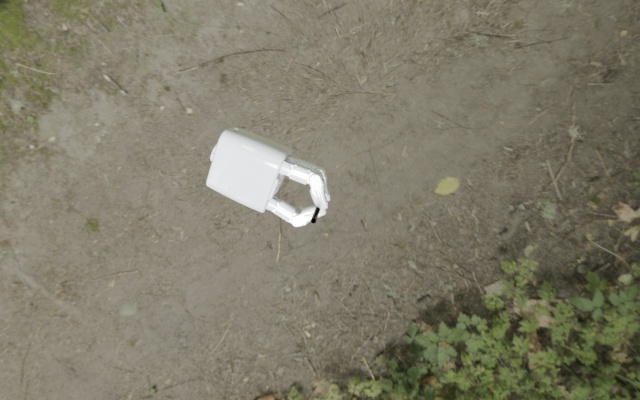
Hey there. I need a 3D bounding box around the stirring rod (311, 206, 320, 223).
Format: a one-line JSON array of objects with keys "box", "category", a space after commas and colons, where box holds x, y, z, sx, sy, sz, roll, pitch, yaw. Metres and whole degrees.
[{"box": [0.000, 0.003, 0.803, 0.011, 0.011, 0.239, 0, 13, 5], "category": "stirring rod"}]
